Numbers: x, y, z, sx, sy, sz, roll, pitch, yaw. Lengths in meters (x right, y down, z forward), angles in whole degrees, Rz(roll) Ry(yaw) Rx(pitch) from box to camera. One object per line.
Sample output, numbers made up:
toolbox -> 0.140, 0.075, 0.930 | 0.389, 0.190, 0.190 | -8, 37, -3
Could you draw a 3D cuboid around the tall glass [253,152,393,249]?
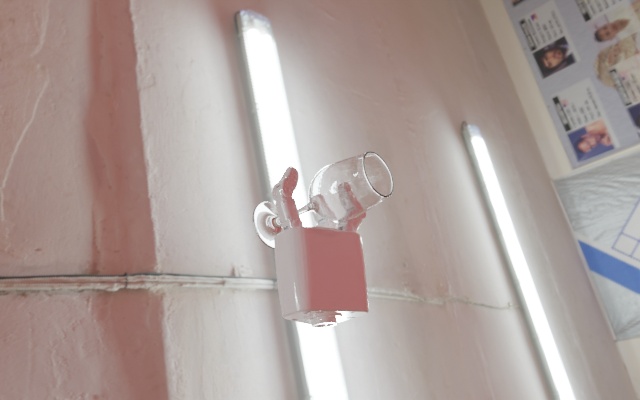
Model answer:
tall glass -> 0.000, 0.002, 0.650 | 0.201, 0.079, 0.079 | -26, -16, 36
